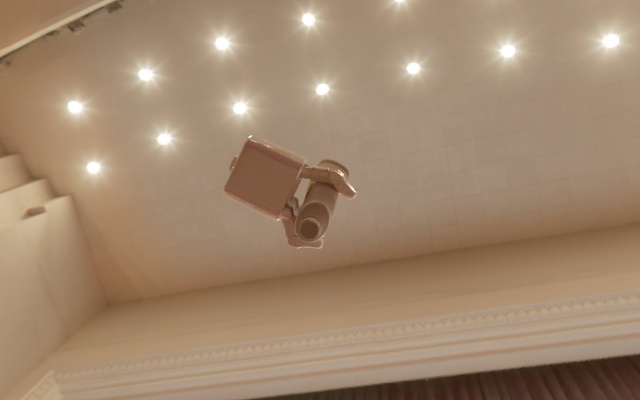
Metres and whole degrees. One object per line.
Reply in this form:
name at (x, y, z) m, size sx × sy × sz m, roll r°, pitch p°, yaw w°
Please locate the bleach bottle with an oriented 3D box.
bleach bottle at (0.000, 0.003, 0.827) m, size 0.068 × 0.102 × 0.250 m, roll 25°, pitch 17°, yaw -1°
